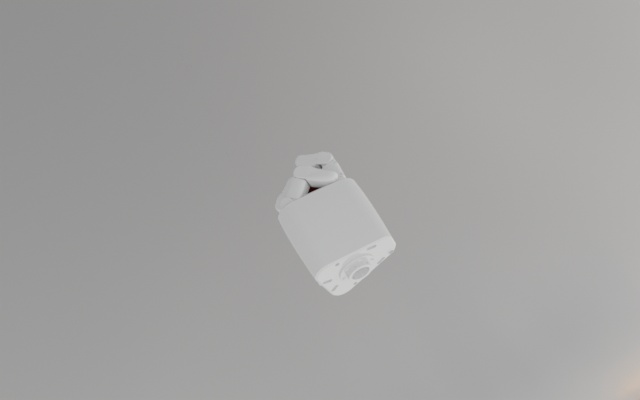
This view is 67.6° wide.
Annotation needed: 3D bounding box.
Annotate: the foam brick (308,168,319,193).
[{"bbox_3d":[0.000,0.002,0.687,0.053,0.051,0.078,-35,-35,2],"label":"foam brick"}]
